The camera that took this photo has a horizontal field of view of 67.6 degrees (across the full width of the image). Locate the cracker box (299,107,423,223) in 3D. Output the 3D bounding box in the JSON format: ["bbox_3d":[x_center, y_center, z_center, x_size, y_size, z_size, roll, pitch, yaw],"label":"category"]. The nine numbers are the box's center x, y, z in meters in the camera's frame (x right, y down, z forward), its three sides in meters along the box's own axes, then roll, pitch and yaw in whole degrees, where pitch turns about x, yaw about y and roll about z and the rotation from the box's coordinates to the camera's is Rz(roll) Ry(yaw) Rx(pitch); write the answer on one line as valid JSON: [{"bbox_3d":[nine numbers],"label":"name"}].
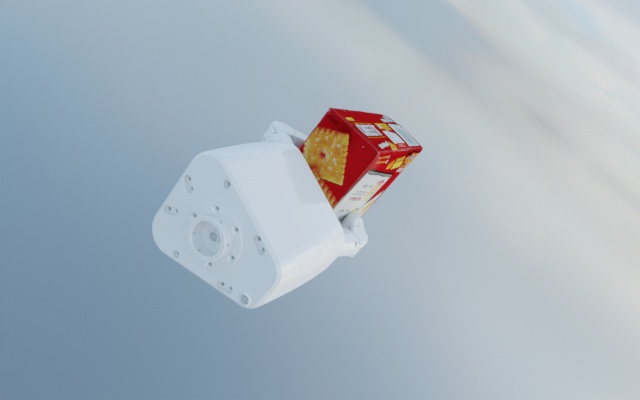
[{"bbox_3d":[0.000,0.002,0.523,0.214,0.072,0.164,-50,-14,23],"label":"cracker box"}]
